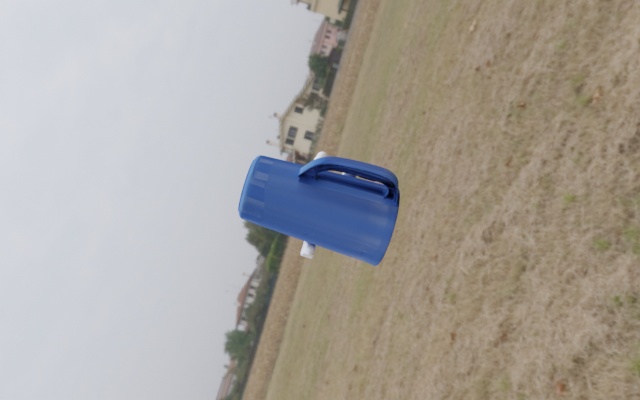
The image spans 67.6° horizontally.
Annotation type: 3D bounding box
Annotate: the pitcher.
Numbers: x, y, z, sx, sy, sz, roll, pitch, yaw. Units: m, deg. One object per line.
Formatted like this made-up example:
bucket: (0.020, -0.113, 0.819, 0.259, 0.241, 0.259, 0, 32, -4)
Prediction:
pitcher: (0.000, 0.003, 0.765, 0.243, 0.149, 0.145, 16, -1, -3)
